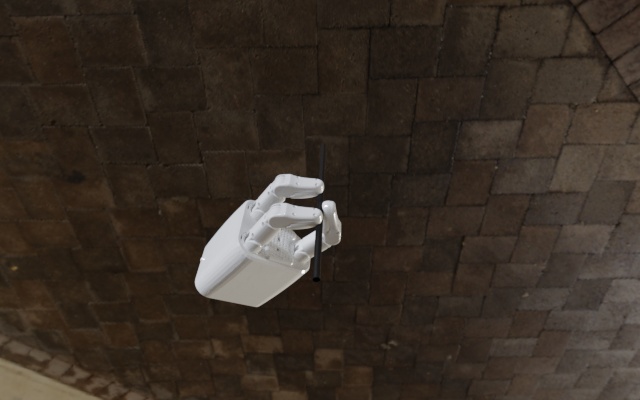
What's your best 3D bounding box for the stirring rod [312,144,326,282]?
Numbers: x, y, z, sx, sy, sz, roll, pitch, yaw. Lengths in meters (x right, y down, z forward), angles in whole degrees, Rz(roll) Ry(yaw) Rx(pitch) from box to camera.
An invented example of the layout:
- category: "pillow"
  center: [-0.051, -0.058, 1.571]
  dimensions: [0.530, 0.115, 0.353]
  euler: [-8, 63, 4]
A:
- category: "stirring rod"
  center: [0.000, 0.002, 0.568]
  dimensions: [0.011, 0.011, 0.239]
  euler: [0, 40, 3]
